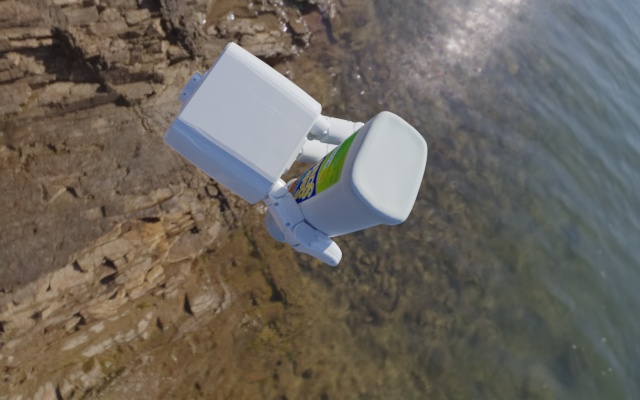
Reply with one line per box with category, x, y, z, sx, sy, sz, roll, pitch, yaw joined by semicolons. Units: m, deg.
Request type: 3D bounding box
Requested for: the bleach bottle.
bleach bottle;0.000;0.002;0.504;0.068;0.102;0.251;35;-30;-17
